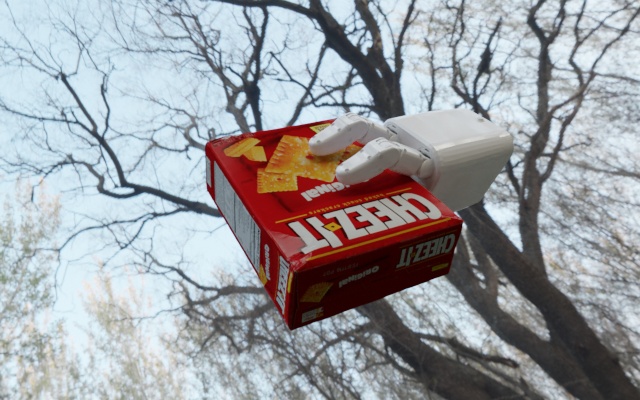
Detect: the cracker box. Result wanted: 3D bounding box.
[{"bbox_3d":[0.000,0.002,0.458,0.164,0.072,0.213,-14,39,-25],"label":"cracker box"}]
